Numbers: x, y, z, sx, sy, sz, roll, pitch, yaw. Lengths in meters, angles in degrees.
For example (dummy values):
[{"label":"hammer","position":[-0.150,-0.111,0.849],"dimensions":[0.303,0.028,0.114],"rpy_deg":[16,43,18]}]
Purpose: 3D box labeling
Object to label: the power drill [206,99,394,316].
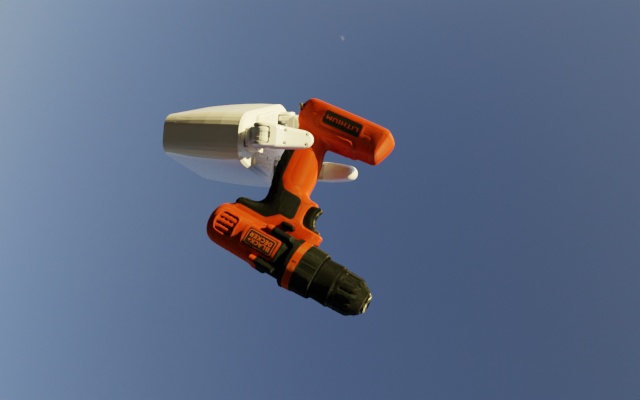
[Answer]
[{"label":"power drill","position":[0.000,0.001,0.488],"dimensions":[0.184,0.187,0.057],"rpy_deg":[28,-13,14]}]
